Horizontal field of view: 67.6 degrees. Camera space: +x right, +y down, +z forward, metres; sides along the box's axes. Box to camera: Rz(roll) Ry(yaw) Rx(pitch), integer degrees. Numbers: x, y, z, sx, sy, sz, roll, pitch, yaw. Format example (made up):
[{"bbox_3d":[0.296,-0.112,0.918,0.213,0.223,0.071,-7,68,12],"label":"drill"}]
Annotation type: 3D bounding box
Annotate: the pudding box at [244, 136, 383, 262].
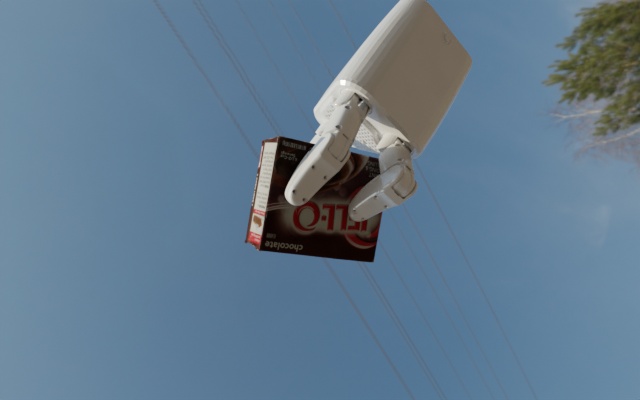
[{"bbox_3d":[0.000,0.001,0.401,0.113,0.090,0.039,9,0,-28],"label":"pudding box"}]
